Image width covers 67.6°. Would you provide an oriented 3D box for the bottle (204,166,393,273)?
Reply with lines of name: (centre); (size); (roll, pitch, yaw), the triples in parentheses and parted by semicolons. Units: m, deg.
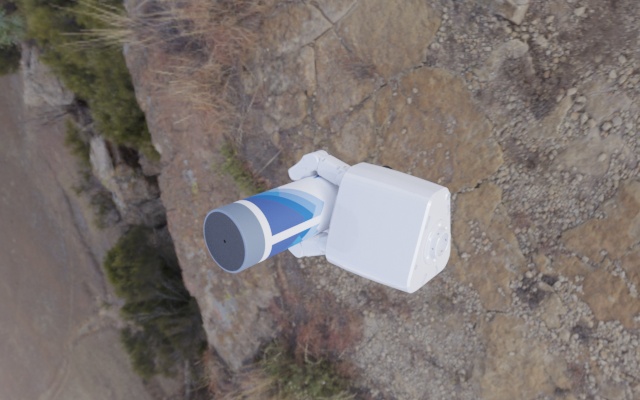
bottle: (0.000, 0.002, 0.574); (0.069, 0.069, 0.295); (0, 15, 42)
